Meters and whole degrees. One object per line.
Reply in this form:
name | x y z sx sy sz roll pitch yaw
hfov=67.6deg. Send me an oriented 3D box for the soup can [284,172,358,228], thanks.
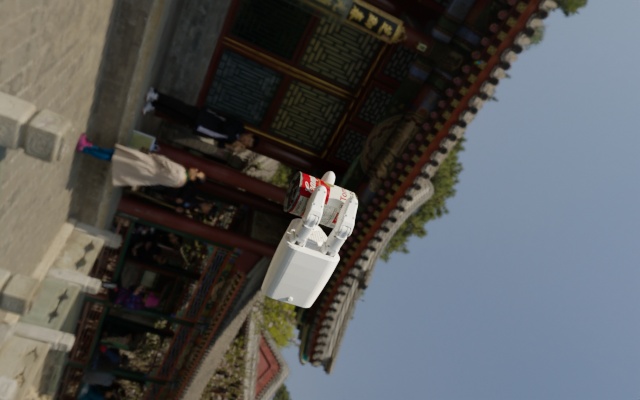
soup can | 0.001 0.002 0.772 0.102 0.068 0.068 20 -6 -17
